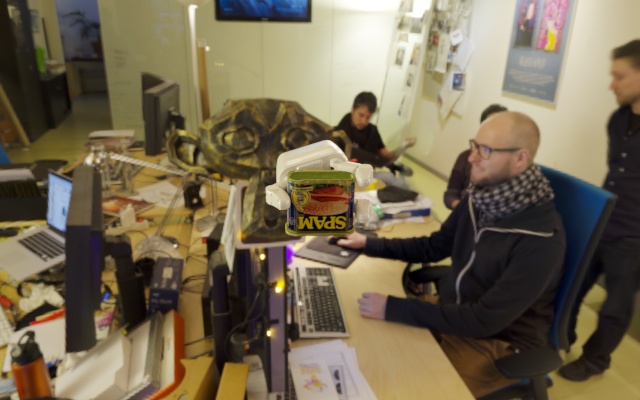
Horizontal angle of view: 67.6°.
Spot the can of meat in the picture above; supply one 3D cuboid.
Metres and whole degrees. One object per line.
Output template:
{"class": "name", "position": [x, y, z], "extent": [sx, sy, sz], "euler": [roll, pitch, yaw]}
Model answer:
{"class": "can of meat", "position": [0.000, 0.002, 0.692], "extent": [0.102, 0.084, 0.057], "euler": [0, 20, -4]}
